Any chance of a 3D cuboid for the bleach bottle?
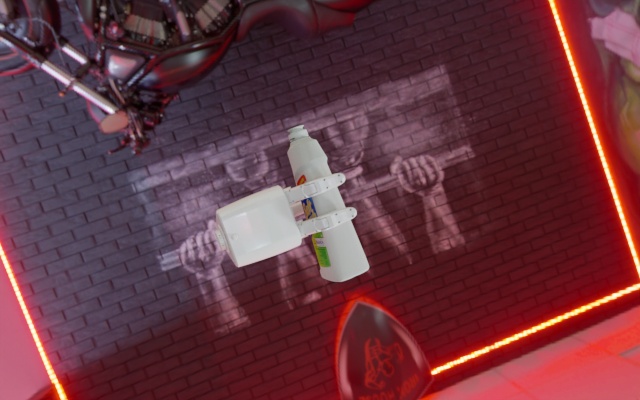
[{"bbox_3d":[0.000,0.003,0.776,0.068,0.251,0.102,-21,3,-18],"label":"bleach bottle"}]
